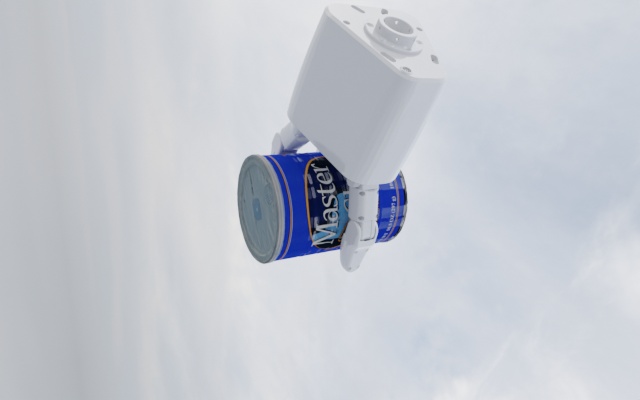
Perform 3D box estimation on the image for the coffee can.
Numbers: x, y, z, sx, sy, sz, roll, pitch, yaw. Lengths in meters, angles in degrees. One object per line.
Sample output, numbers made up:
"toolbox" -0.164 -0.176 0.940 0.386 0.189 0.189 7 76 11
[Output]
"coffee can" 0.000 0.002 0.478 0.140 0.103 0.103 -7 3 -28
